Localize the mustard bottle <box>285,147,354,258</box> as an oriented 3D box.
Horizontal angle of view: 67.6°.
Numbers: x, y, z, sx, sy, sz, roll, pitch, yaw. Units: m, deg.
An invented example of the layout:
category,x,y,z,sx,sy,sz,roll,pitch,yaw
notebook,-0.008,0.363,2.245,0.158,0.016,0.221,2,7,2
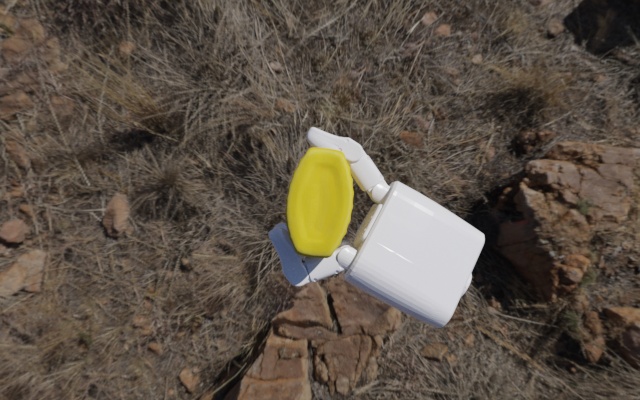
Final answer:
category,x,y,z,sx,sy,sz,roll,pitch,yaw
mustard bottle,0.000,0.002,0.500,0.058,0.096,0.191,5,0,0
